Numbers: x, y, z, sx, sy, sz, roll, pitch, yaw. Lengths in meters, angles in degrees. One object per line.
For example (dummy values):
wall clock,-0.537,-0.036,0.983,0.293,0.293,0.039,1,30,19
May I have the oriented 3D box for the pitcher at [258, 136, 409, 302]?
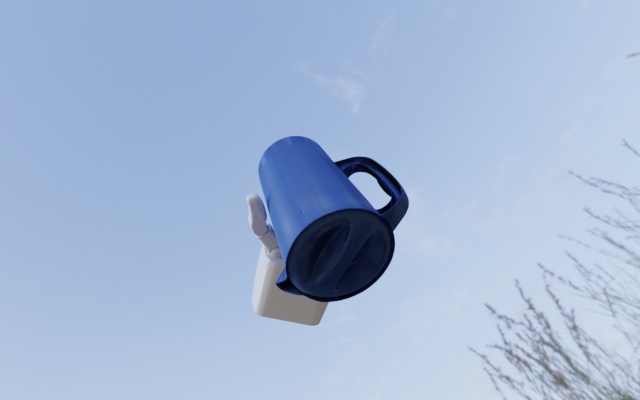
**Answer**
pitcher,0.000,0.002,0.635,0.149,0.145,0.242,2,30,-21
